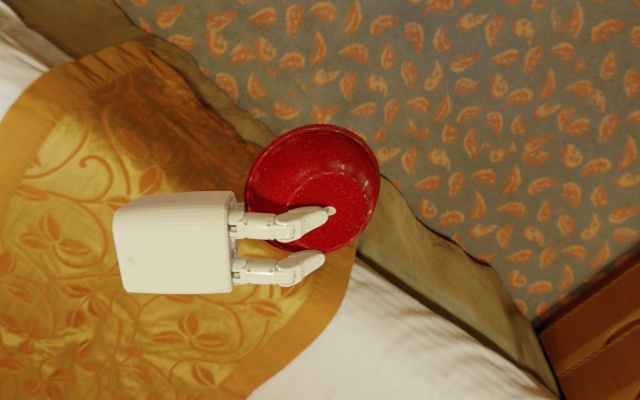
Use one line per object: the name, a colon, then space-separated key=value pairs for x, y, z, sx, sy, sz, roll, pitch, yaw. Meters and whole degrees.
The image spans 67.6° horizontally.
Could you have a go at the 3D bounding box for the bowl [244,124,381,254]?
bowl: x=0.001 y=0.001 z=0.521 sx=0.162 sy=0.162 sz=0.055 roll=0 pitch=25 yaw=-18
